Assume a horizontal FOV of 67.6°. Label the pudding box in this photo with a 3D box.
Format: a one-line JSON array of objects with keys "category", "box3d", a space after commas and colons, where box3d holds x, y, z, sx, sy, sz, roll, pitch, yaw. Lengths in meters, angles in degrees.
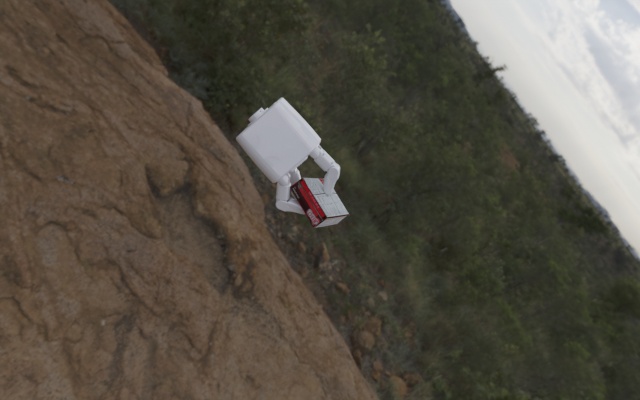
[{"category": "pudding box", "box3d": [0.000, 0.003, 0.900, 0.039, 0.090, 0.113, -36, -13, 23]}]
